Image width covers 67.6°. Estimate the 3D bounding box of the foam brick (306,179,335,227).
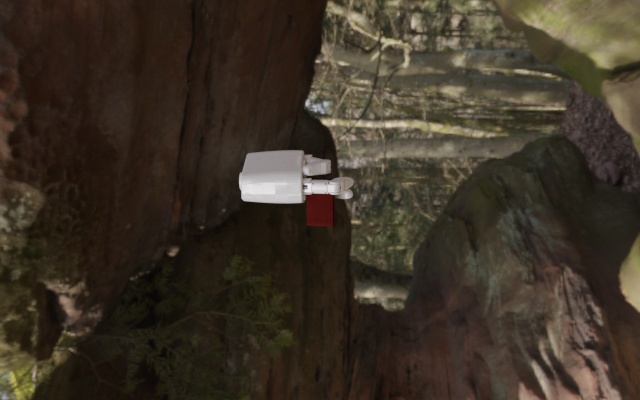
[{"bbox_3d":[0.000,0.003,0.869,0.051,0.078,0.053,-1,17,0],"label":"foam brick"}]
